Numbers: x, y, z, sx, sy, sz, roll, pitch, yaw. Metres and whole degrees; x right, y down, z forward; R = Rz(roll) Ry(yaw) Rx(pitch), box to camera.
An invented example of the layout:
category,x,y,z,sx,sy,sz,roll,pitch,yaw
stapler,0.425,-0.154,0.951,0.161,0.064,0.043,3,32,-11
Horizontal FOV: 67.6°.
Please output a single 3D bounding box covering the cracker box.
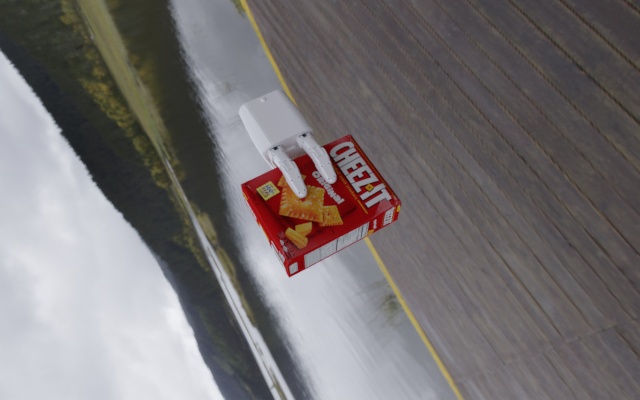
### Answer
category,x,y,z,sx,sy,sz,roll,pitch,yaw
cracker box,0.000,0.003,0.795,0.213,0.164,0.072,-27,-25,-14
